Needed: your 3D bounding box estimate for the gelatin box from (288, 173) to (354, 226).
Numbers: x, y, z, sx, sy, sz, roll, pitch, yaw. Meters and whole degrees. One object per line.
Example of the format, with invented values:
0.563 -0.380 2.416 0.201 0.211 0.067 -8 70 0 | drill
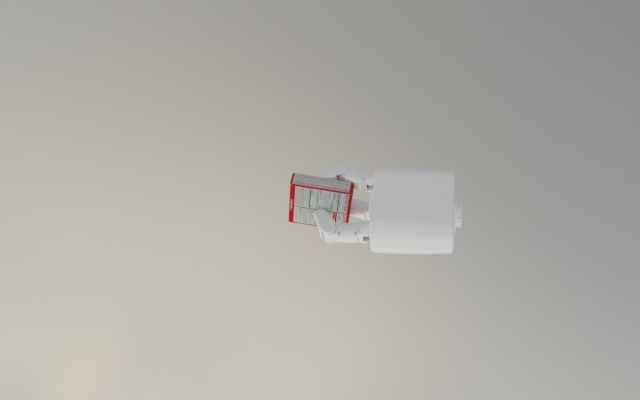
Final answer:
0.000 0.003 0.685 0.089 0.073 0.030 8 42 3 | gelatin box
